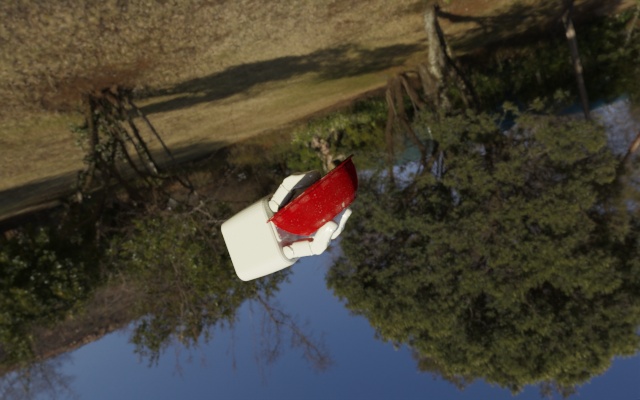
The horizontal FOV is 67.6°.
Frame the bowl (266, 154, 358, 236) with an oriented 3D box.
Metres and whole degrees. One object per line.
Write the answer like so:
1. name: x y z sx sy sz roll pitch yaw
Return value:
1. bowl: 0.001 0.002 0.696 0.162 0.055 0.162 -38 1 1
